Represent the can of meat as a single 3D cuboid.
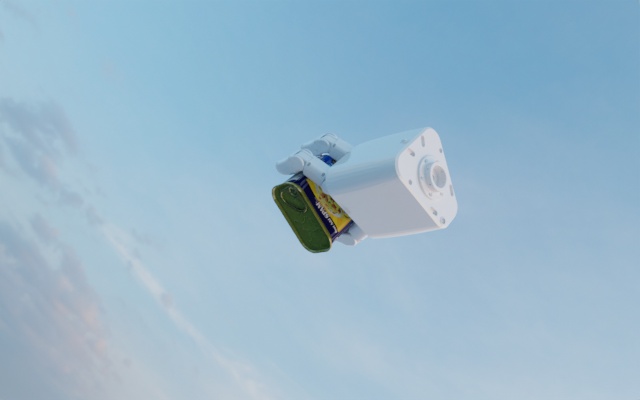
[{"bbox_3d":[0.000,0.002,0.615,0.057,0.102,0.084,-16,20,50],"label":"can of meat"}]
